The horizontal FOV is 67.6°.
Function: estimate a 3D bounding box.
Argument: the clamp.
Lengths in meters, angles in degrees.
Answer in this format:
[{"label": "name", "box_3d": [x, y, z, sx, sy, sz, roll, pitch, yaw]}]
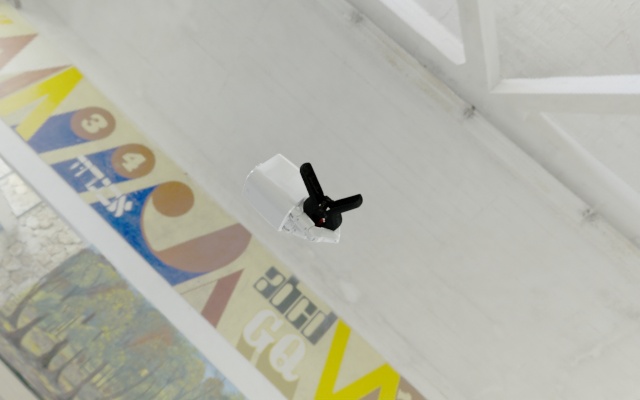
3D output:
[{"label": "clamp", "box_3d": [0.001, 0.003, 0.851, 0.039, 0.120, 0.171, -44, -7, -32]}]
